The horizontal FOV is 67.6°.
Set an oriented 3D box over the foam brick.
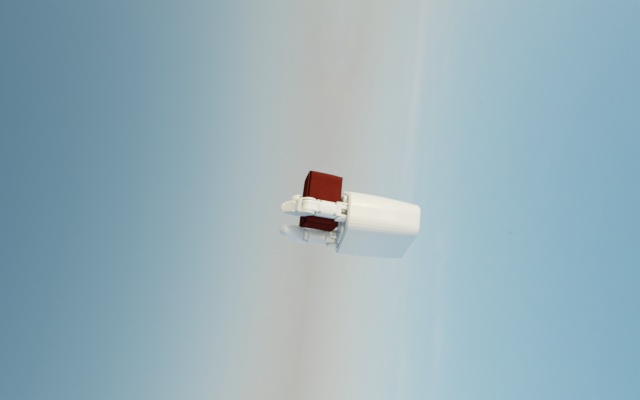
[{"bbox_3d":[0.000,0.002,0.718,0.051,0.078,0.053,9,-14,-9],"label":"foam brick"}]
